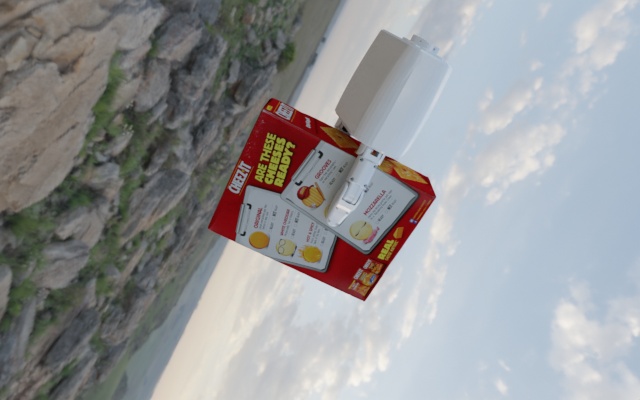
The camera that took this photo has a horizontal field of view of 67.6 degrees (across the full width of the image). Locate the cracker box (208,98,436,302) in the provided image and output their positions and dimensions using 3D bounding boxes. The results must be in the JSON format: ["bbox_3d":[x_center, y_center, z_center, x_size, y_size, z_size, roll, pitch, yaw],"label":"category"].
[{"bbox_3d":[0.000,0.002,0.569,0.214,0.164,0.072,26,23,-8],"label":"cracker box"}]
